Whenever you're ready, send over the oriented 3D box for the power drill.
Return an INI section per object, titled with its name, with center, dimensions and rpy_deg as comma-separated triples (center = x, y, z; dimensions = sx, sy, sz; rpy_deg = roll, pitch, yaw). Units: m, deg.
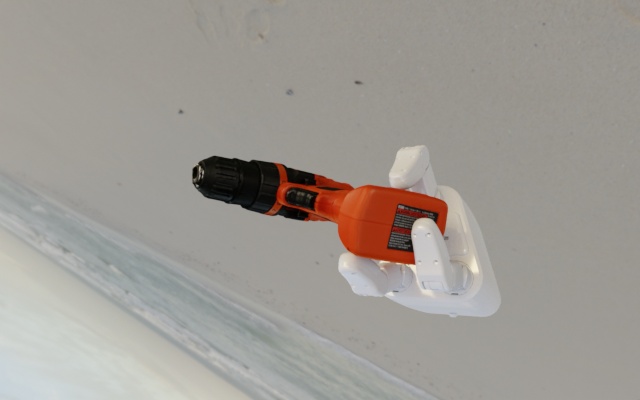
[power drill]
center = 0.001, 0.002, 0.422
dimensions = 0.184, 0.057, 0.187
rpy_deg = 9, 6, -37
